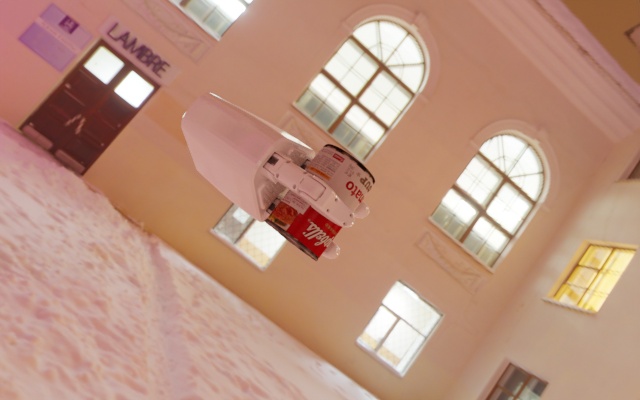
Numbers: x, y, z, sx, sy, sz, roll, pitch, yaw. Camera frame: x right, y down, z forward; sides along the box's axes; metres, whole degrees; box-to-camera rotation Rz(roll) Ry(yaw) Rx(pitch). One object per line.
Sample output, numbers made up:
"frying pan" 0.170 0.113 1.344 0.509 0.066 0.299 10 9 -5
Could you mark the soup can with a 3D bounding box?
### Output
"soup can" 0.001 0.002 0.490 0.068 0.102 0.068 37 -8 6
